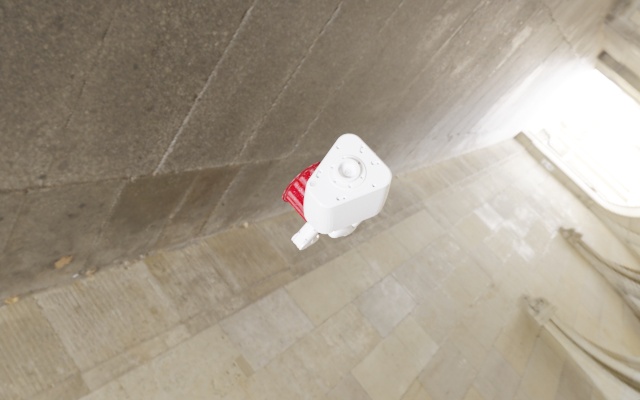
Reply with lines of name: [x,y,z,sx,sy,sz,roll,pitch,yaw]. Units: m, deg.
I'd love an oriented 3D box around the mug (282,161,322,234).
mug: [0.000,0.003,0.773,0.093,0.081,0.117,-38,-15,-13]
